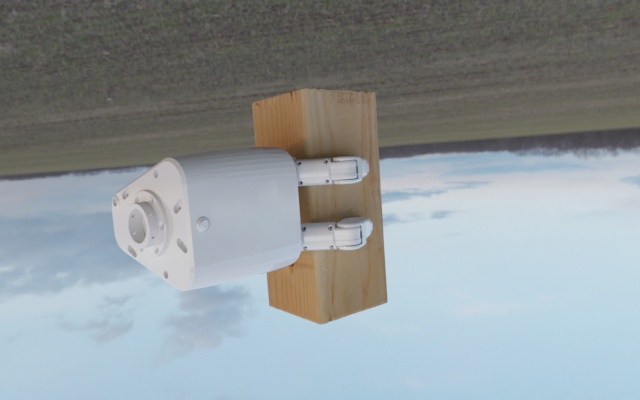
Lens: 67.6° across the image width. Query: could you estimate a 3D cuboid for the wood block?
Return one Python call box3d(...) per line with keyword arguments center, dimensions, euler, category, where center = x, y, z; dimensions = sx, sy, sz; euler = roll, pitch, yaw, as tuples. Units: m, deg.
box3d(center=(0.000, 0.002, 0.472), dimensions=(0.090, 0.206, 0.091), euler=(-8, 7, -38), category="wood block")
